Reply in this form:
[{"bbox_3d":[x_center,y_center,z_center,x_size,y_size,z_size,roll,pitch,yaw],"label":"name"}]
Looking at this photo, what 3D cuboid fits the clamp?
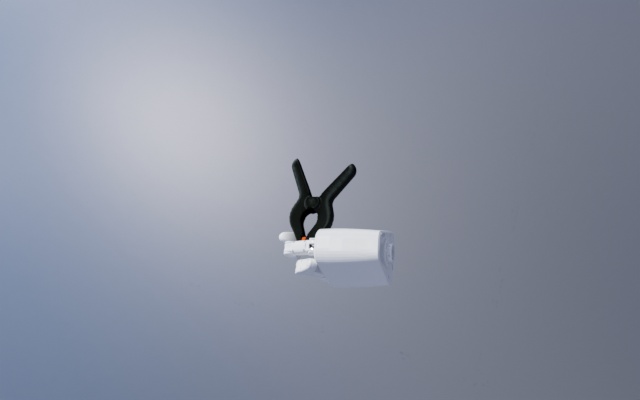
[{"bbox_3d":[0.000,0.003,0.832,0.120,0.171,0.039,-4,-20,22],"label":"clamp"}]
